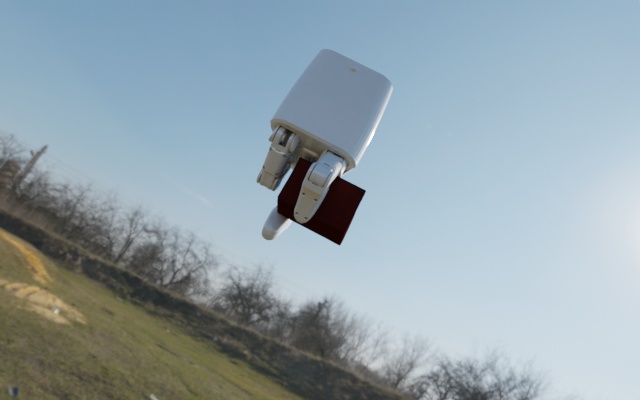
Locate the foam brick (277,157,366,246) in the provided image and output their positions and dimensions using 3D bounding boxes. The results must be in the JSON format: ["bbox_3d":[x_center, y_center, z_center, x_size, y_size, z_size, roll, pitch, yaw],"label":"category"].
[{"bbox_3d":[0.000,0.002,0.495,0.078,0.051,0.053,28,-20,4],"label":"foam brick"}]
